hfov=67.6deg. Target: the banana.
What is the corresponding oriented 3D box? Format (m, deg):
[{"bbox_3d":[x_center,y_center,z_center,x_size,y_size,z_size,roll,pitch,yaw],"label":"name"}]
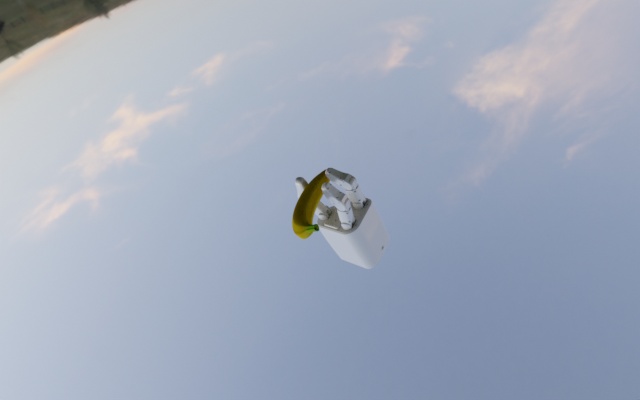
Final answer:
[{"bbox_3d":[-0.016,0.012,0.855,0.069,0.037,0.197,-24,28,21],"label":"banana"}]
